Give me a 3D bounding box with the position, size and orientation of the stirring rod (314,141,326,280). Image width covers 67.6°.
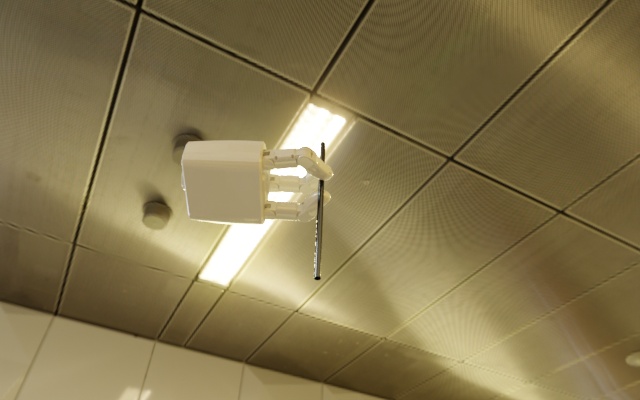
[{"bbox_3d":[0.000,0.002,0.628,0.011,0.239,0.011,1,-43,1],"label":"stirring rod"}]
